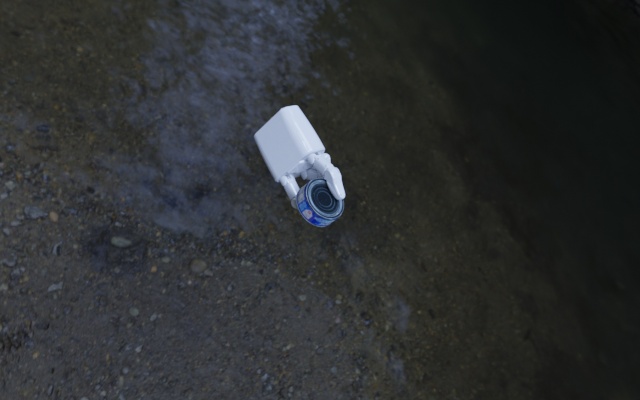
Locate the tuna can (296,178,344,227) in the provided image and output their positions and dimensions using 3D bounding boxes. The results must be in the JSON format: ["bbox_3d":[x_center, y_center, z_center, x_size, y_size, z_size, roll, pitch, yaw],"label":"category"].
[{"bbox_3d":[0.000,0.003,0.870,0.086,0.086,0.034,0,-25,-38],"label":"tuna can"}]
